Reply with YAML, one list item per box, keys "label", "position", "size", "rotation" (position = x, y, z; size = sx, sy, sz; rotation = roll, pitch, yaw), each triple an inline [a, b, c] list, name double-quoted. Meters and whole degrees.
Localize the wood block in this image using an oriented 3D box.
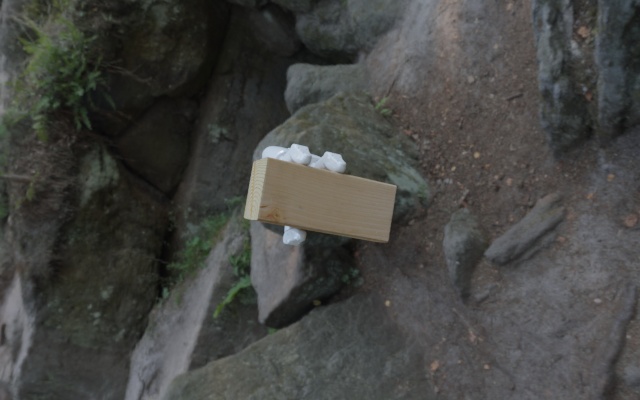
- label: "wood block"
  position: [0.000, 0.003, 0.726]
  size: [0.206, 0.091, 0.090]
  rotation: [11, -4, -21]
